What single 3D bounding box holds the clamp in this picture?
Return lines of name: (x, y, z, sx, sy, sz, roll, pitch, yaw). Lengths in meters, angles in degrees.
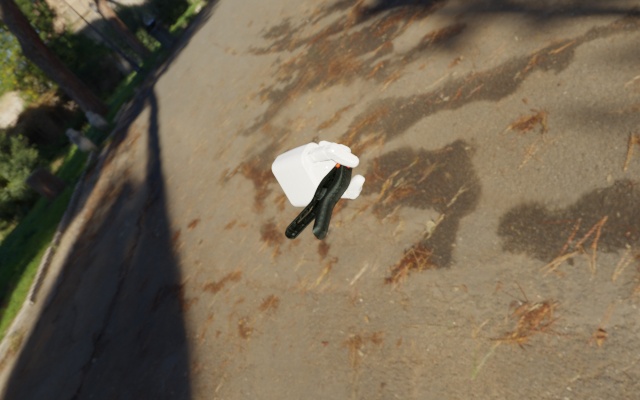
clamp: (0.000, 0.002, 0.845, 0.120, 0.171, 0.039, -10, -48, 49)
